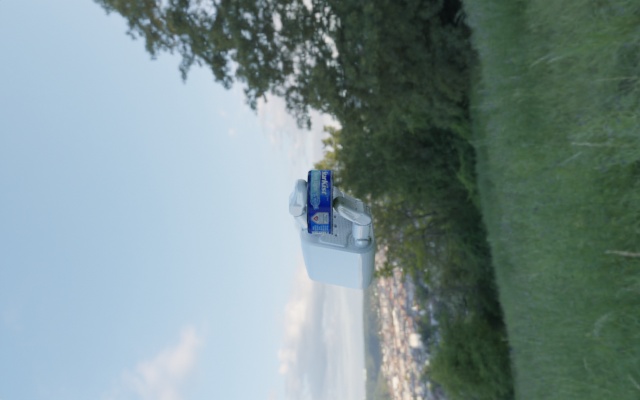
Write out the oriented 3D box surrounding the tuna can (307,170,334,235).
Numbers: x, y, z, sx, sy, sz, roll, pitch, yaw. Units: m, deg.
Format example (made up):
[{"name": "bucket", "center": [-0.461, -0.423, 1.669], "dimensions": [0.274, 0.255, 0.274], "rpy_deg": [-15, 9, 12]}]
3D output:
[{"name": "tuna can", "center": [0.000, 0.002, 0.628], "dimensions": [0.034, 0.086, 0.086], "rpy_deg": [0, 0, 1]}]
